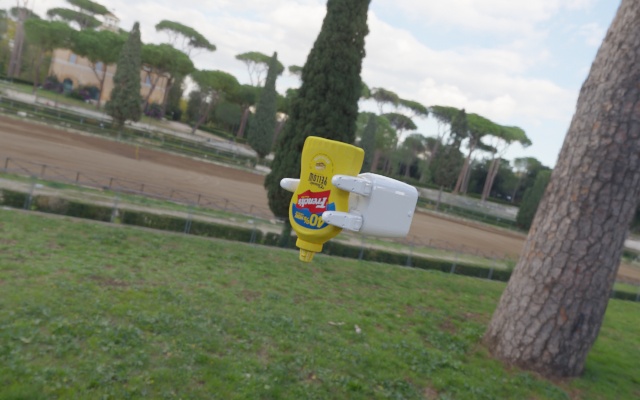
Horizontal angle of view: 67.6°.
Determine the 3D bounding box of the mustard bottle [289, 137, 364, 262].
[{"bbox_3d":[0.000,0.002,0.742,0.096,0.191,0.058,17,5,30],"label":"mustard bottle"}]
